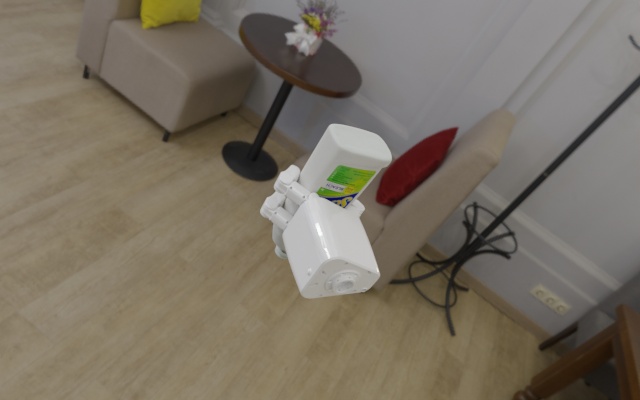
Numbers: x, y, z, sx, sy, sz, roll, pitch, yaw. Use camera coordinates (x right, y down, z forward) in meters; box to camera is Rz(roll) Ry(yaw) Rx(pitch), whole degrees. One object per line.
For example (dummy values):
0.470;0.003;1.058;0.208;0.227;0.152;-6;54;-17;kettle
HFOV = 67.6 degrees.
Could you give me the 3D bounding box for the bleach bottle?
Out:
0.000;0.002;0.735;0.102;0.068;0.251;9;-49;-30;bleach bottle
